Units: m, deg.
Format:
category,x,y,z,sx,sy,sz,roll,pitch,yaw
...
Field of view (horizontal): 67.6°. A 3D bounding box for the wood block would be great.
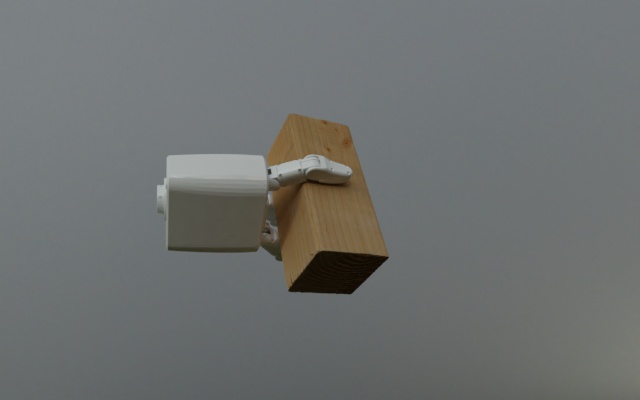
category,x,y,z,sx,sy,sz,roll,pitch,yaw
wood block,0.000,0.002,0.590,0.090,0.206,0.091,8,-41,-27
